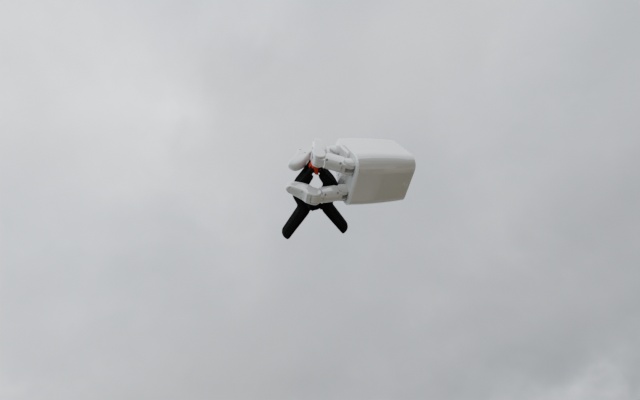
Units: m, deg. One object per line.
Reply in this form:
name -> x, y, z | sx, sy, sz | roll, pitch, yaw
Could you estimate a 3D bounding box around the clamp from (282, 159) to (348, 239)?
clamp -> 0.000, 0.002, 0.832 | 0.120, 0.172, 0.039 | -3, 43, -17
